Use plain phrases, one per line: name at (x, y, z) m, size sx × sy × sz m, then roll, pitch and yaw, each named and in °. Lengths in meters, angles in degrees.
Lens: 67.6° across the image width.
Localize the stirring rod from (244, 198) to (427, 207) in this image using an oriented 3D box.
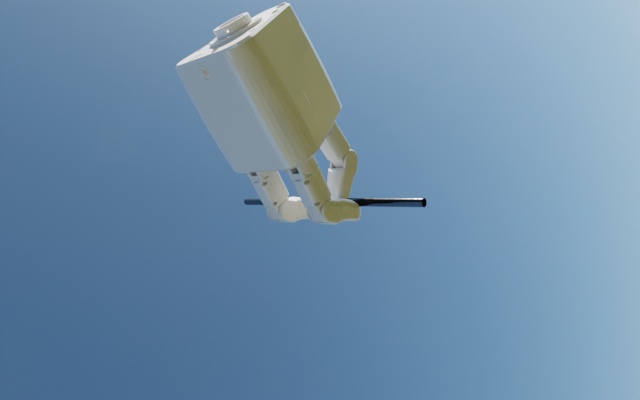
stirring rod at (0.000, 0.002, 0.487) m, size 0.239 × 0.011 × 0.011 m, roll 0°, pitch 0°, yaw 43°
